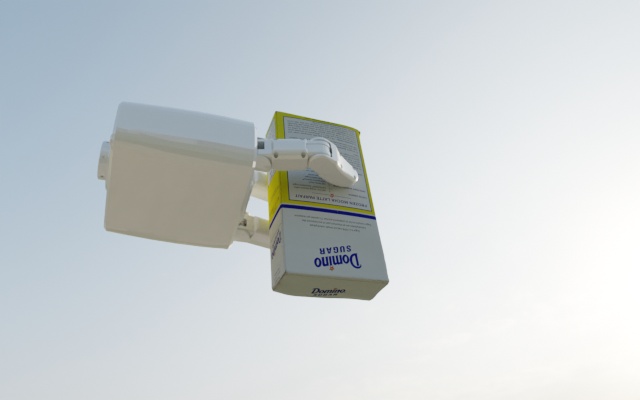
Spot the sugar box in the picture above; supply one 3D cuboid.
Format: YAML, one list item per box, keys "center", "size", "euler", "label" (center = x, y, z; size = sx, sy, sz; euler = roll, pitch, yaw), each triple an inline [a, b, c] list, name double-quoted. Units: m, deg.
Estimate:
- center: [0.000, 0.002, 0.438]
  size: [0.093, 0.176, 0.048]
  euler: [9, -36, -19]
  label: "sugar box"
